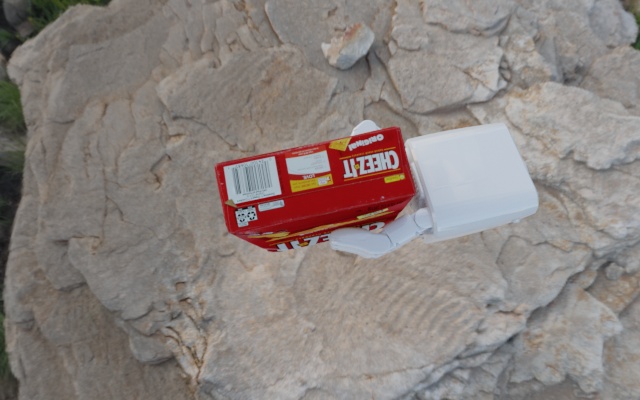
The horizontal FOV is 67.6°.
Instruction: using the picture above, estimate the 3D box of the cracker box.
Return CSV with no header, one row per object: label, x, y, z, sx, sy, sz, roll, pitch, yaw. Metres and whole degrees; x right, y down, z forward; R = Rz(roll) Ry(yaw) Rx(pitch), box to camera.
cracker box,0.000,0.001,0.501,0.164,0.072,0.214,-12,-11,1
